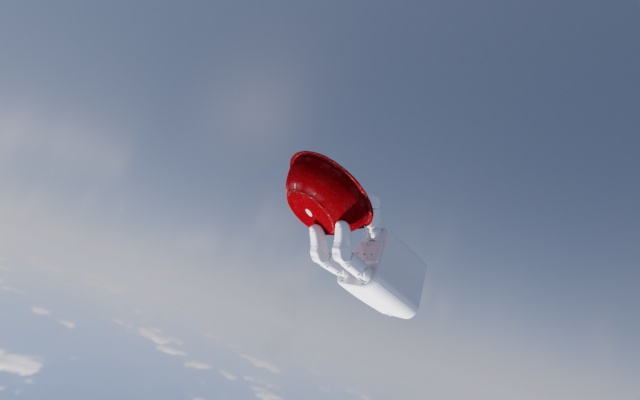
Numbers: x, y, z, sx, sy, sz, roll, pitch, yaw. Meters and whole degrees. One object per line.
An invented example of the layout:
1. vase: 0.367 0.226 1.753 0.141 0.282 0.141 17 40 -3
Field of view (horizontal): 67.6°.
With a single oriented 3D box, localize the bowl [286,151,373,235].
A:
1. bowl: -0.001 0.002 0.737 0.055 0.162 0.162 -47 25 -26
